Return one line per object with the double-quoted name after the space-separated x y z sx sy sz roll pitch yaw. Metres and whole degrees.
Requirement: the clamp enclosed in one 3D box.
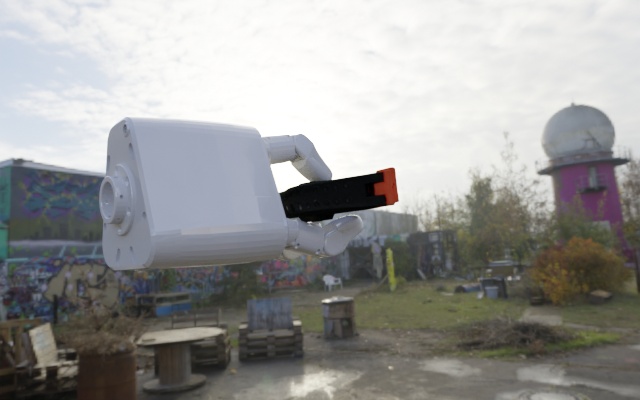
0.000 0.001 0.445 0.164 0.036 0.210 -4 -5 -43 "clamp"
